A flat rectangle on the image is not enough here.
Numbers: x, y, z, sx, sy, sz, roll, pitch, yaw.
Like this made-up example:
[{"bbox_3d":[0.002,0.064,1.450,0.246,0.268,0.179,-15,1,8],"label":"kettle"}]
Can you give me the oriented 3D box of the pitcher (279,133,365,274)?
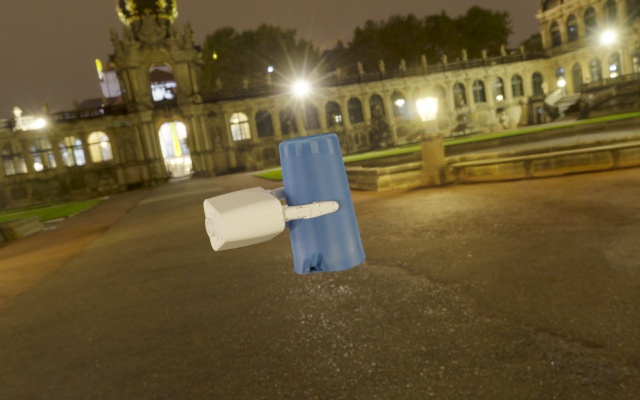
[{"bbox_3d":[0.000,0.003,0.877,0.145,0.243,0.149,-13,7,-24],"label":"pitcher"}]
